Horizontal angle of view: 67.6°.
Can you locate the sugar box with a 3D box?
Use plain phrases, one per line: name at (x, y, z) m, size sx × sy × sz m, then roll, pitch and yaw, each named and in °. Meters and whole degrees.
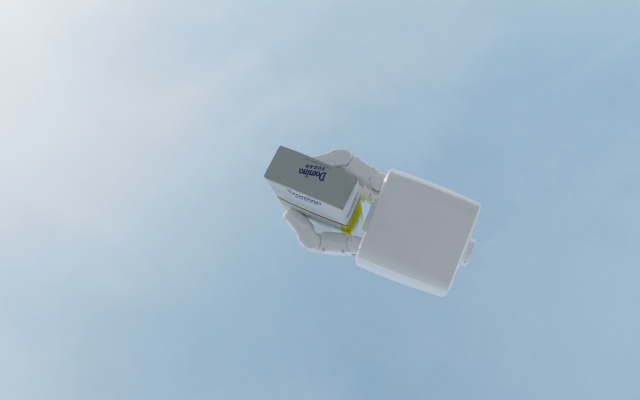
sugar box at (0.000, 0.001, 0.562) m, size 0.093 × 0.048 × 0.176 m, roll 23°, pitch -16°, yaw 13°
